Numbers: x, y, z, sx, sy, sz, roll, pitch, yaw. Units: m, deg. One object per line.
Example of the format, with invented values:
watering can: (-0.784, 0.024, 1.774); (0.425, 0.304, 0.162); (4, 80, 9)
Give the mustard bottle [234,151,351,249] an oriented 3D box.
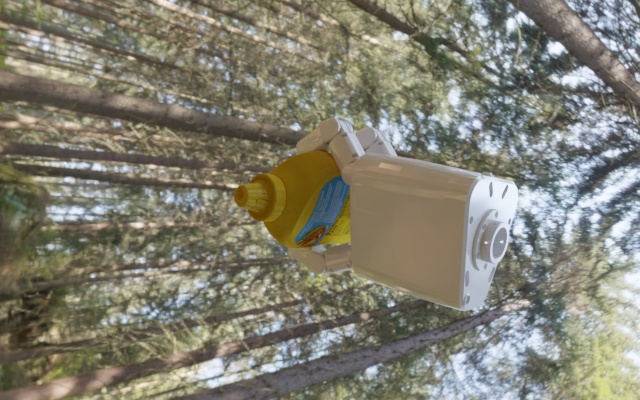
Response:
mustard bottle: (0.000, 0.001, 0.456); (0.191, 0.096, 0.058); (4, 33, -48)
